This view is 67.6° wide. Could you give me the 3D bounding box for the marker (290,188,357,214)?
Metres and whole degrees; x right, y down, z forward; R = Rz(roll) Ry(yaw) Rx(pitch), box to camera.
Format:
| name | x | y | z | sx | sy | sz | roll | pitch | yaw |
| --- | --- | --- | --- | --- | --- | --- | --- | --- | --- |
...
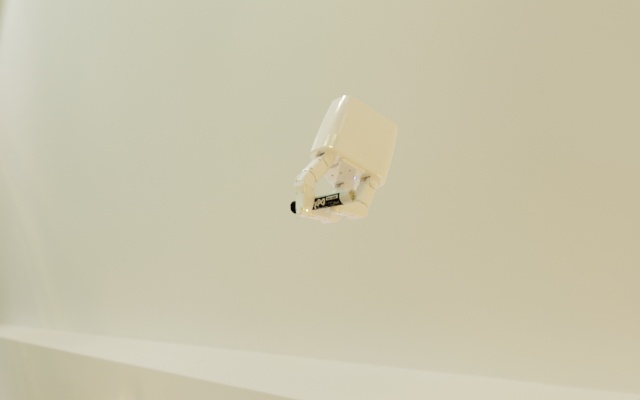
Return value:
| name | x | y | z | sx | sy | sz | roll | pitch | yaw |
| --- | --- | --- | --- | --- | --- | --- | --- | --- | --- |
| marker | 0.000 | 0.002 | 0.652 | 0.020 | 0.020 | 0.121 | 0 | -8 | -43 |
